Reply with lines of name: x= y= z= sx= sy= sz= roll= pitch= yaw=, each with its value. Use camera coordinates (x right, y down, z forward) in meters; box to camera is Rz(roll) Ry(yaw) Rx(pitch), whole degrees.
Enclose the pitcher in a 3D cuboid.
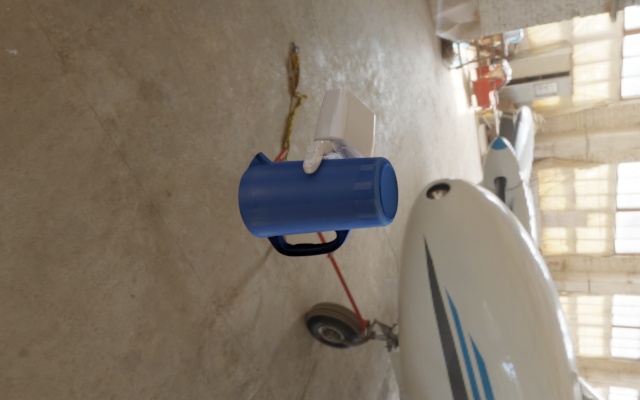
pitcher: x=0.000 y=0.002 z=0.787 sx=0.243 sy=0.145 sz=0.149 roll=-3 pitch=-29 yaw=26
